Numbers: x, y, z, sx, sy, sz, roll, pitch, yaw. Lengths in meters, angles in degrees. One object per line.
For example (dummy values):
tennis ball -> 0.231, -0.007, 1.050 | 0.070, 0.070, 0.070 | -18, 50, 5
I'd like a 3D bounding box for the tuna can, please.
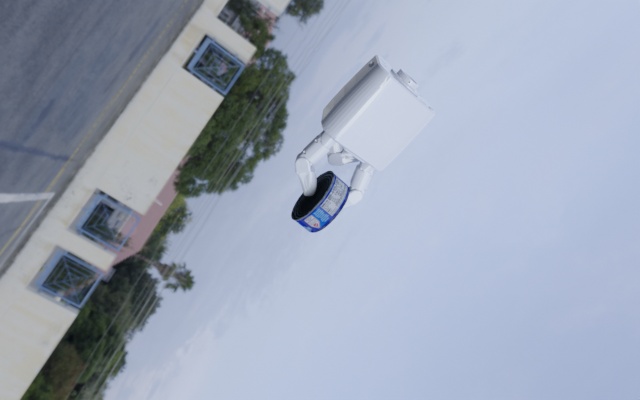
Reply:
tuna can -> 0.000, 0.003, 0.660 | 0.034, 0.086, 0.086 | 40, -15, -19
